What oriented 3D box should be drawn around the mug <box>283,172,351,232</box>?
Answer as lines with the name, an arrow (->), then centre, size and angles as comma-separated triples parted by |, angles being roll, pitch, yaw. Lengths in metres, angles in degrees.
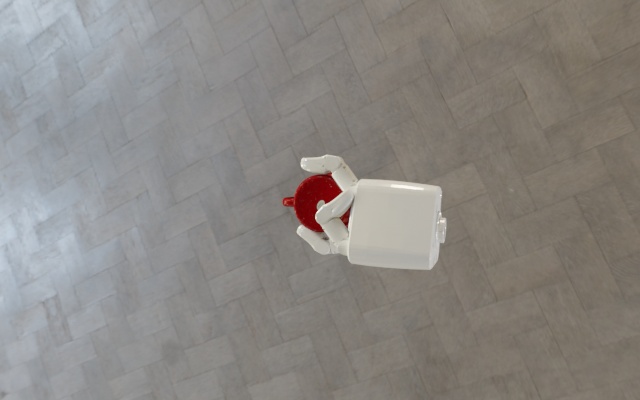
mug -> -0.001, 0.002, 0.701 | 0.117, 0.093, 0.081 | 4, 3, 19
